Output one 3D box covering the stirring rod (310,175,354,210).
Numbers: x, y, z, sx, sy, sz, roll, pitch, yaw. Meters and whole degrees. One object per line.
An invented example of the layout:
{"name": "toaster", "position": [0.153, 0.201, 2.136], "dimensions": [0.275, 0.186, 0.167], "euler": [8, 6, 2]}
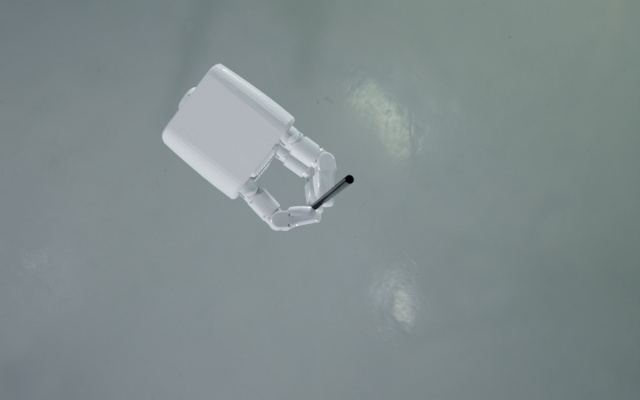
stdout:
{"name": "stirring rod", "position": [0.000, 0.002, 0.522], "dimensions": [0.011, 0.011, 0.239], "euler": [0, -9, -12]}
